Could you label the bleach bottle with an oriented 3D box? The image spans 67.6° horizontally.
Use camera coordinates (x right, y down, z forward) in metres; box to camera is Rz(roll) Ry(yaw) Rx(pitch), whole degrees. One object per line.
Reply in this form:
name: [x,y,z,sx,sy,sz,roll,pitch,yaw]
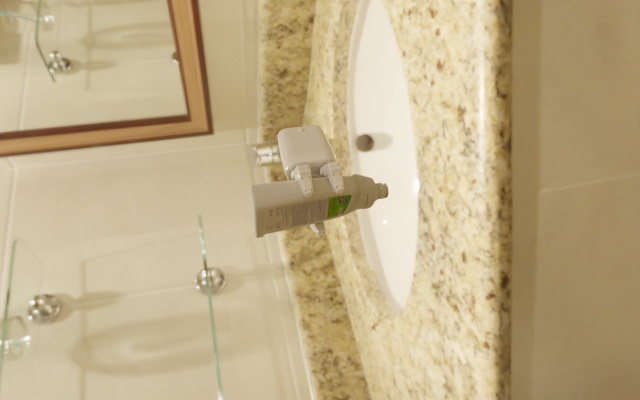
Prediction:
bleach bottle: [0.000,0.003,0.869,0.251,0.068,0.103,-8,-38,-12]
